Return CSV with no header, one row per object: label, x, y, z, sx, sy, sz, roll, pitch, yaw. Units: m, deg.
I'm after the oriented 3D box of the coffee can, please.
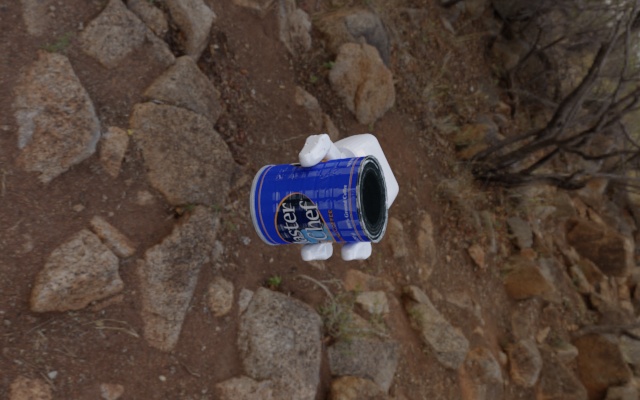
coffee can,0.000,0.002,0.582,0.140,0.103,0.103,-4,-2,25
